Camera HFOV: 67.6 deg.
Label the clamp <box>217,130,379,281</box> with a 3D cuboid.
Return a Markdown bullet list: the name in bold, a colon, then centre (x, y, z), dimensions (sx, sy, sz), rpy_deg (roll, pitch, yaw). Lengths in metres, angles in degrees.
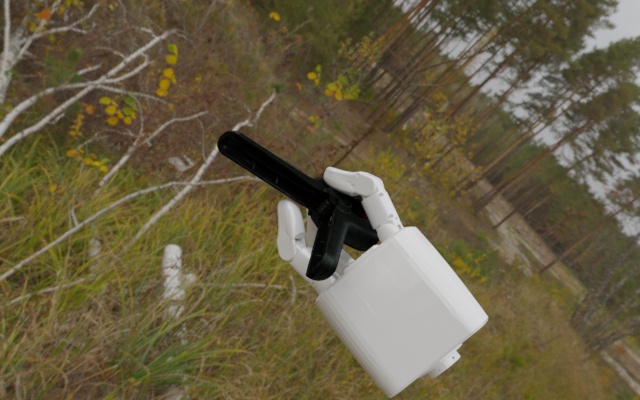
- **clamp**: centre (0.001, 0.001, 0.470), dimensions (0.036, 0.164, 0.210), rpy_deg (-47, -21, 19)
